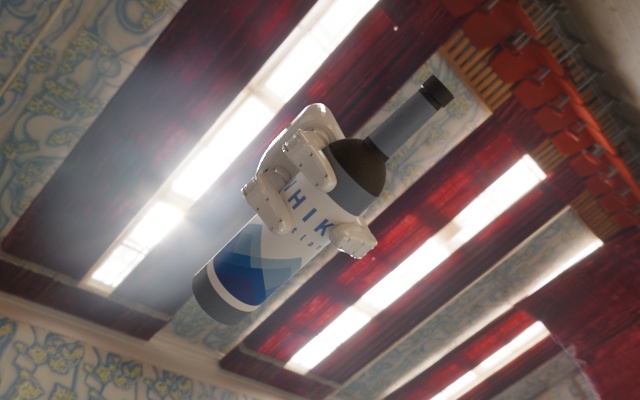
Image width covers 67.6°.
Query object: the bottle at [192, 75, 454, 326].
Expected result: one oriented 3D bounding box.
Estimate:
[{"bbox_3d":[0.000,0.002,0.439,0.296,0.069,0.069,-43,-15,16],"label":"bottle"}]
